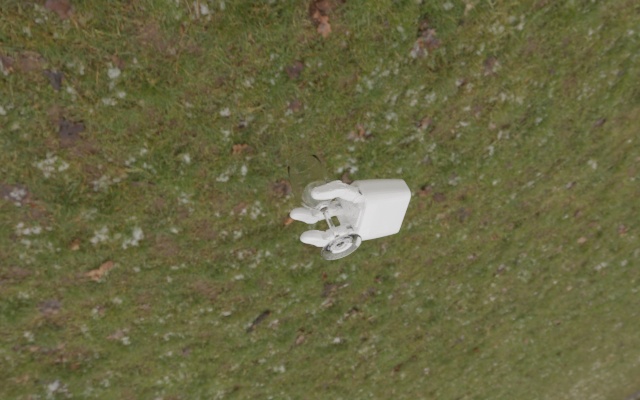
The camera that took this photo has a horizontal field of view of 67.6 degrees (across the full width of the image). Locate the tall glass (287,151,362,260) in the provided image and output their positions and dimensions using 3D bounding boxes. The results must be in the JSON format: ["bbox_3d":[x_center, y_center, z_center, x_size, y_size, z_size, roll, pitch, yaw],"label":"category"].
[{"bbox_3d":[0.000,0.003,0.856,0.079,0.201,0.079,-18,-33,-12],"label":"tall glass"}]
